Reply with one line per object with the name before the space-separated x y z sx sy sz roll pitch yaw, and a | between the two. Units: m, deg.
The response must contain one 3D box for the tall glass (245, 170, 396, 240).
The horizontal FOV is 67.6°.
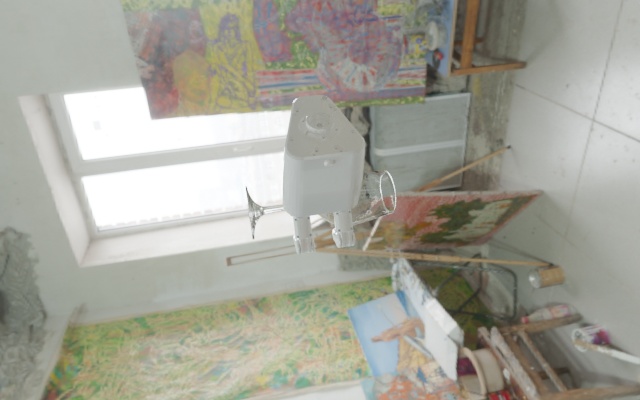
tall glass | -0.001 0.002 0.664 0.201 0.079 0.079 -8 1 -10
